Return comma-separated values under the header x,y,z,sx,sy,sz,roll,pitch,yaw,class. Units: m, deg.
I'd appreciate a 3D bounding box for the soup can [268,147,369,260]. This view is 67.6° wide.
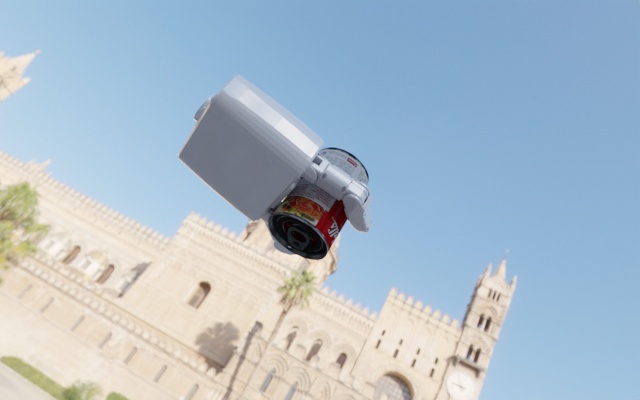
x,y,z,sx,sy,sz,roll,pitch,yaw,class
0.001,0.002,0.498,0.068,0.102,0.069,22,-35,17,soup can
